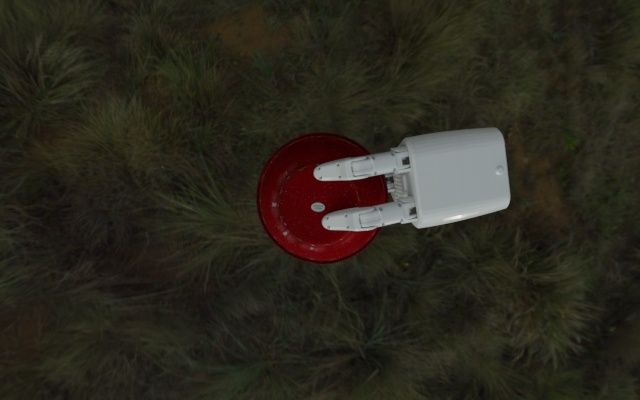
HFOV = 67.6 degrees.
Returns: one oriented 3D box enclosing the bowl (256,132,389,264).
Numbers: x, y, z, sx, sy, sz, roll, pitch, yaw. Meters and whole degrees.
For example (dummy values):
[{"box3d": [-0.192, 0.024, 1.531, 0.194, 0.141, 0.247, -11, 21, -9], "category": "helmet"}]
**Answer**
[{"box3d": [-0.001, 0.002, 0.554, 0.162, 0.162, 0.055, 0, 8, 4], "category": "bowl"}]
